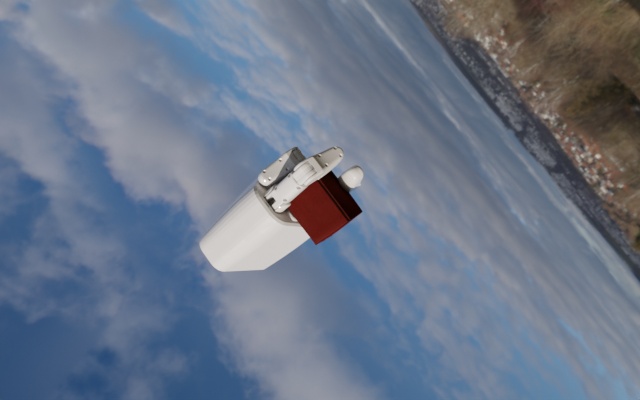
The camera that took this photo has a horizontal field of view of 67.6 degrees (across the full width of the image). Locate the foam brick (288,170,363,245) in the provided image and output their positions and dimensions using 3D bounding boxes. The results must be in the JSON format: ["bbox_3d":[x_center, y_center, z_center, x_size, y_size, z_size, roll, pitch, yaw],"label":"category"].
[{"bbox_3d":[0.000,0.002,0.540,0.051,0.078,0.053,-40,-7,22],"label":"foam brick"}]
